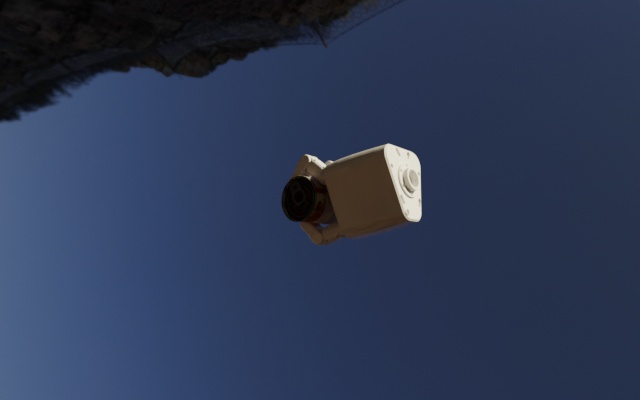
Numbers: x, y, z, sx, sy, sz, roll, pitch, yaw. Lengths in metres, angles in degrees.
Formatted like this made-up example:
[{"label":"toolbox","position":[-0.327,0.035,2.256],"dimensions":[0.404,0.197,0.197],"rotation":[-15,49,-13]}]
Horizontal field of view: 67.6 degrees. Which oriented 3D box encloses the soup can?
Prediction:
[{"label":"soup can","position":[0.000,0.003,0.729],"dimensions":[0.068,0.068,0.102],"rotation":[0,-6,41]}]
